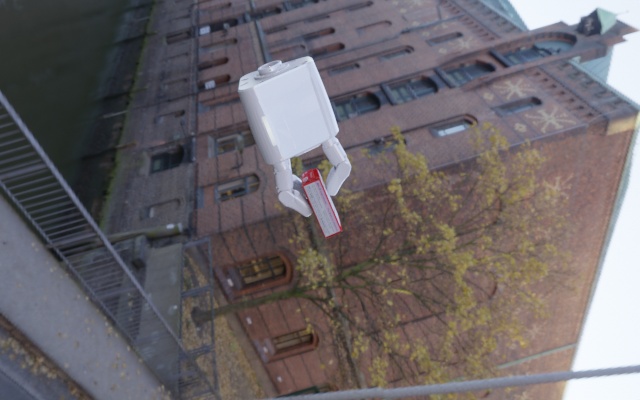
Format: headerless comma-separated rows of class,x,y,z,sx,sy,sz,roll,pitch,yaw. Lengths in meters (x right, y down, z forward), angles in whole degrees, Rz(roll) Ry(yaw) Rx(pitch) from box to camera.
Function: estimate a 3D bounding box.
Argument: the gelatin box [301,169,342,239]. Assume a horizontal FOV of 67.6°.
gelatin box,0.001,0.002,0.700,0.030,0.089,0.073,-23,14,3
